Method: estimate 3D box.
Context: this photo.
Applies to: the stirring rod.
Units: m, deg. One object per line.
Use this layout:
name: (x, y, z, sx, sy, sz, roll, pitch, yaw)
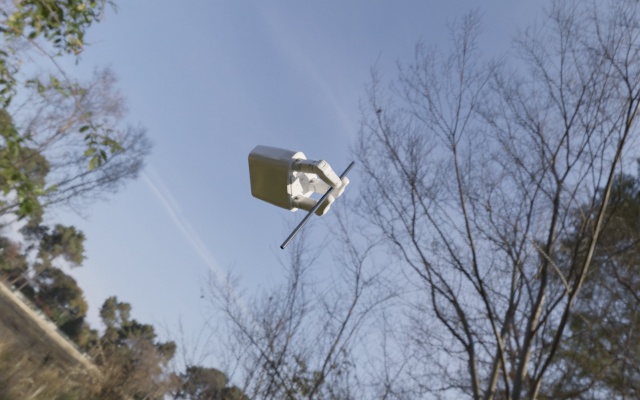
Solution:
stirring rod: (0.000, 0.003, 0.856, 0.011, 0.011, 0.239, 0, 39, 43)
